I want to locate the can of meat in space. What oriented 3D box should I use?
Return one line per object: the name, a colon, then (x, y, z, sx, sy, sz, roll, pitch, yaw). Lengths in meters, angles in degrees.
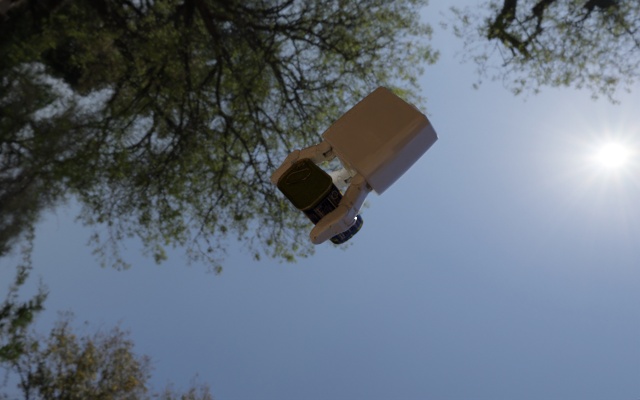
can of meat: (0.000, 0.002, 0.626, 0.084, 0.057, 0.102, 48, -3, -34)
